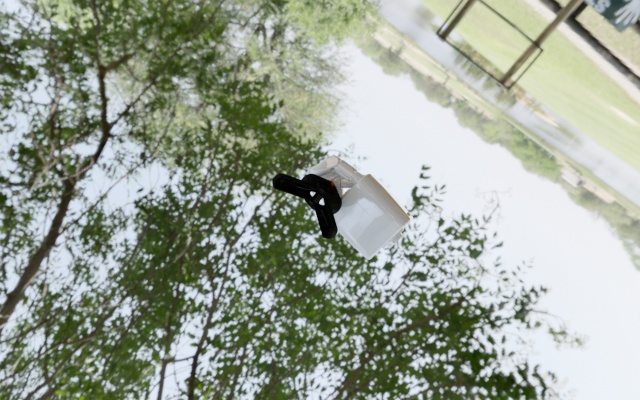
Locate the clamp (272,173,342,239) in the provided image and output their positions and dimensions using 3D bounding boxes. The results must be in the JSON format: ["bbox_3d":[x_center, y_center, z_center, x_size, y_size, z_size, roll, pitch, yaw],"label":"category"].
[{"bbox_3d":[0.000,0.003,0.742,0.039,0.120,0.171,-40,-9,21],"label":"clamp"}]
